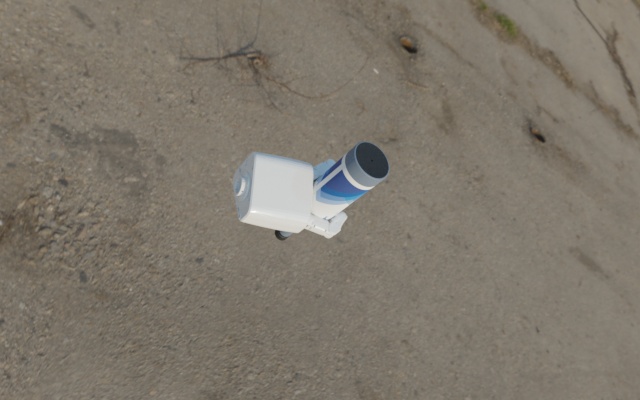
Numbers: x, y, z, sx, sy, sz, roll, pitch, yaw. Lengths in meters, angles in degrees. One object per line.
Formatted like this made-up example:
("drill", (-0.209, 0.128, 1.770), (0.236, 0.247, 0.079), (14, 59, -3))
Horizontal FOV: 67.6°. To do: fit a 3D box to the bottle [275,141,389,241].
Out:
("bottle", (0.000, 0.003, 0.822), (0.069, 0.069, 0.296), (0, -25, -36))
